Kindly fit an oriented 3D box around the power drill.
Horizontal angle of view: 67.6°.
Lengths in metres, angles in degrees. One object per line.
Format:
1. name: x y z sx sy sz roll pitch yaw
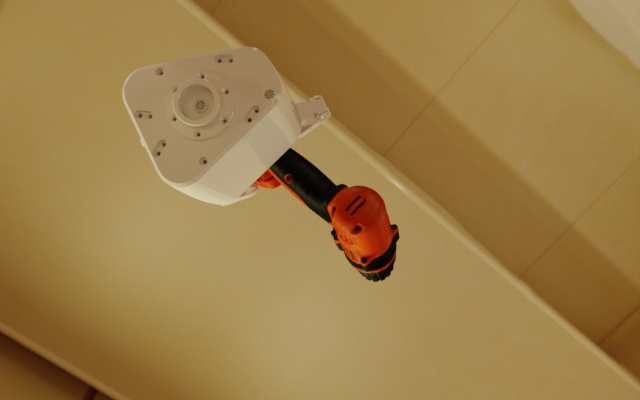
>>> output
1. power drill: 0.000 0.001 0.492 0.187 0.057 0.184 38 -13 24
